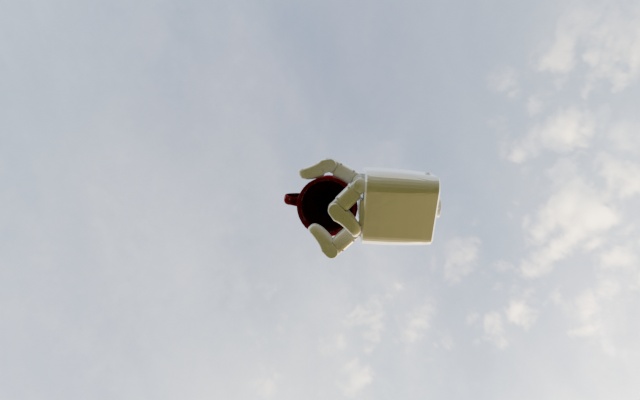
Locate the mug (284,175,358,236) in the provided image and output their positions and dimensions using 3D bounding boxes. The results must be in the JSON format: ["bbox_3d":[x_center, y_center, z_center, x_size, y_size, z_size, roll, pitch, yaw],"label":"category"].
[{"bbox_3d":[-0.001,0.002,0.765,0.117,0.093,0.081,4,10,2],"label":"mug"}]
